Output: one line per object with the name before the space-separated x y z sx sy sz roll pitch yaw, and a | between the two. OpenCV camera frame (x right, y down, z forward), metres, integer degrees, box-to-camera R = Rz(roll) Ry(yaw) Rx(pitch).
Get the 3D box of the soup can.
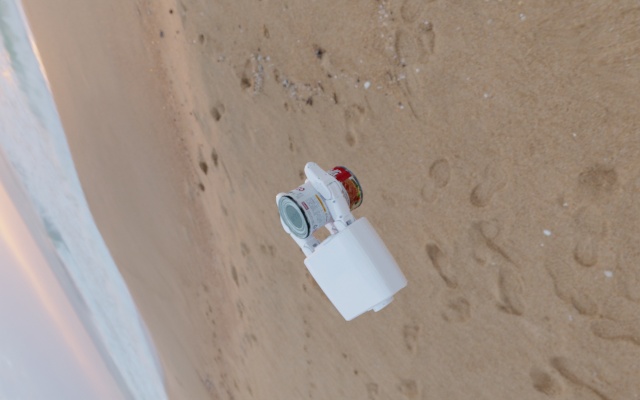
soup can | 0.000 0.002 0.670 0.102 0.068 0.068 -30 16 -29
